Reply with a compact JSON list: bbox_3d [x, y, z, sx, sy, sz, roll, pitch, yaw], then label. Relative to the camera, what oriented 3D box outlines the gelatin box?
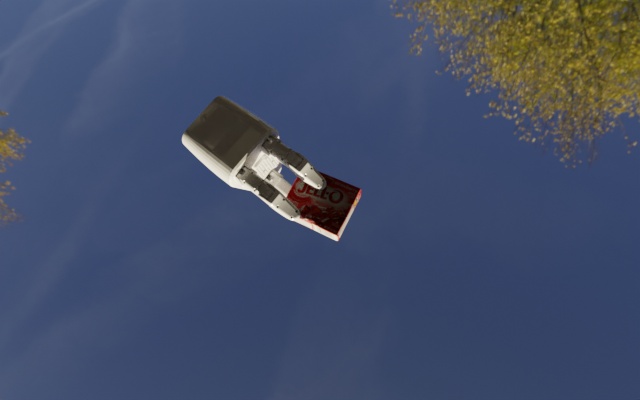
[{"bbox_3d":[0.000,0.002,0.646,0.089,0.073,0.030,24,-16,14],"label":"gelatin box"}]
